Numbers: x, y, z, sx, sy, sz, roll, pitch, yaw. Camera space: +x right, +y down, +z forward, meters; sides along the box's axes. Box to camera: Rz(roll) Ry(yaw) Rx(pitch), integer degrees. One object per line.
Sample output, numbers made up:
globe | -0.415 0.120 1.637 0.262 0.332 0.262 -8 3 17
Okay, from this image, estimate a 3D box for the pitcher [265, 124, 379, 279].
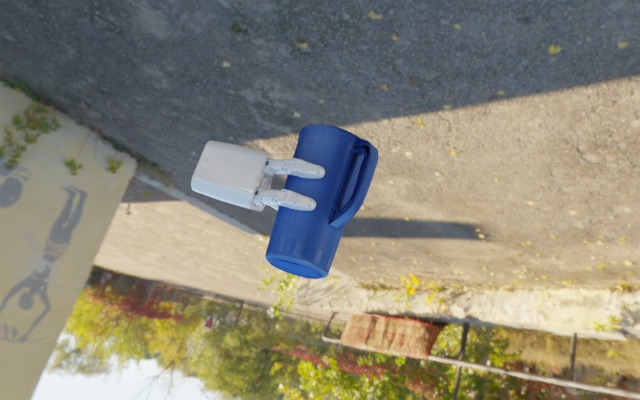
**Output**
pitcher | 0.000 0.003 0.802 0.145 0.242 0.149 16 -20 3
